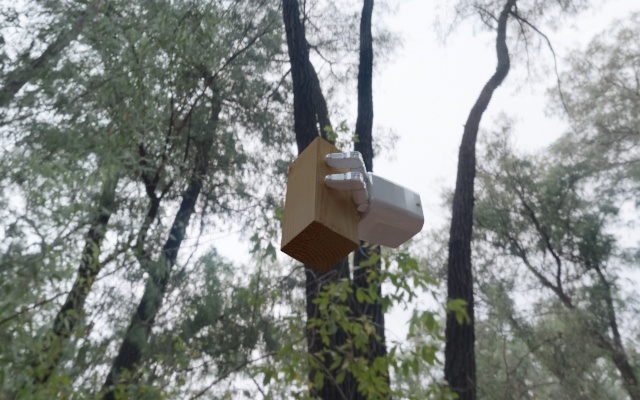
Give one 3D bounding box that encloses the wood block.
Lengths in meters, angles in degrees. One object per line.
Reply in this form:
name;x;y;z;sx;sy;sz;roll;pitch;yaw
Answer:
wood block;0.000;0.003;0.796;0.090;0.206;0.091;30;-53;-24
